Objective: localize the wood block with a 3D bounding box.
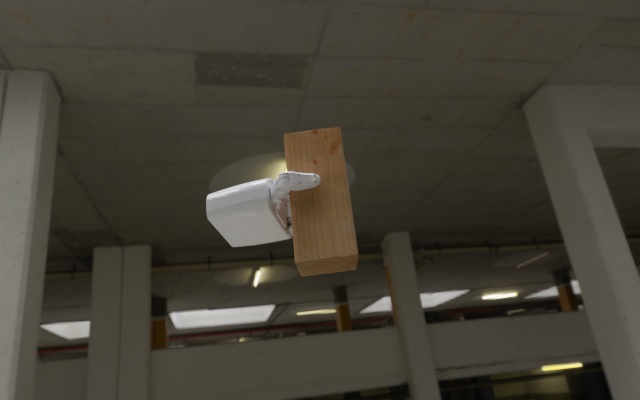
[{"bbox_3d":[0.000,0.002,0.737,0.090,0.206,0.091,-7,-21,0],"label":"wood block"}]
